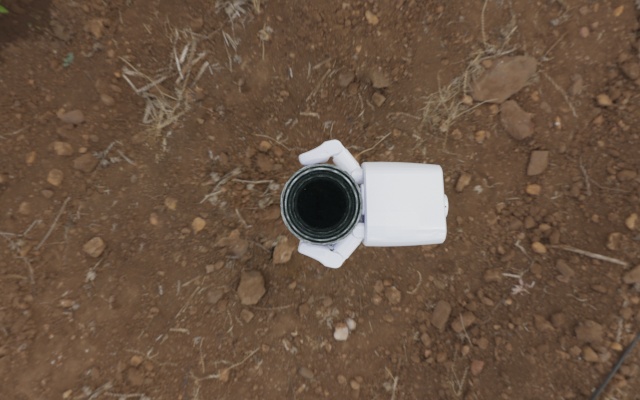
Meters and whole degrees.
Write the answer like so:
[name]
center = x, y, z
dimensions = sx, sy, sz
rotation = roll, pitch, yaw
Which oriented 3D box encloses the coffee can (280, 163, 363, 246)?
[coffee can]
center = 0.000, 0.002, 0.657
dimensions = 0.103, 0.103, 0.140
rotation = 0, 3, -1
